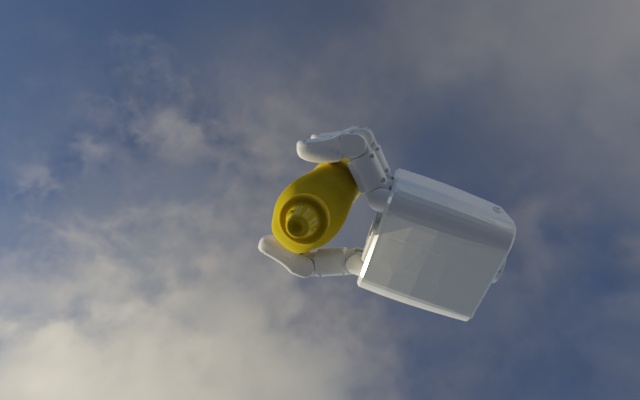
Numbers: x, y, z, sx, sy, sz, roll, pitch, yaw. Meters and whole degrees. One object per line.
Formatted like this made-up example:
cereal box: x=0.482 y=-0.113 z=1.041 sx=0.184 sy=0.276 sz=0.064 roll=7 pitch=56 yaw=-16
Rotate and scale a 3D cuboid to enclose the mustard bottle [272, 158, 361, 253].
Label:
mustard bottle: x=0.000 y=0.001 z=0.449 sx=0.058 sy=0.096 sz=0.191 roll=43 pitch=16 yaw=-1
